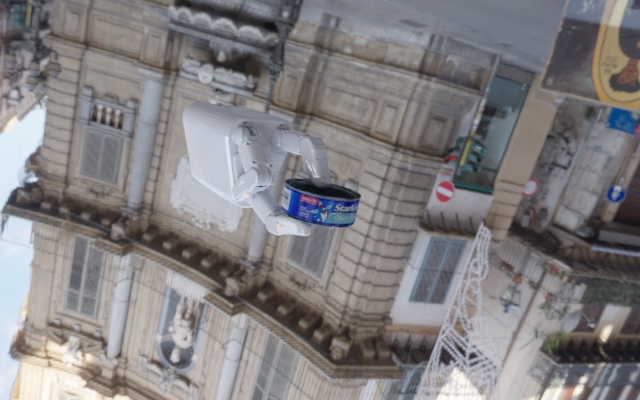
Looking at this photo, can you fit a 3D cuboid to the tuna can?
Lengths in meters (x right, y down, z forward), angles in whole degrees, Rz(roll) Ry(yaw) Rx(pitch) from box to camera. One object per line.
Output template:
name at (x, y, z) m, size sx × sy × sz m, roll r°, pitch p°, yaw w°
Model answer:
tuna can at (0.000, 0.002, 0.532) m, size 0.086 × 0.034 × 0.086 m, roll 11°, pitch 12°, yaw -2°
